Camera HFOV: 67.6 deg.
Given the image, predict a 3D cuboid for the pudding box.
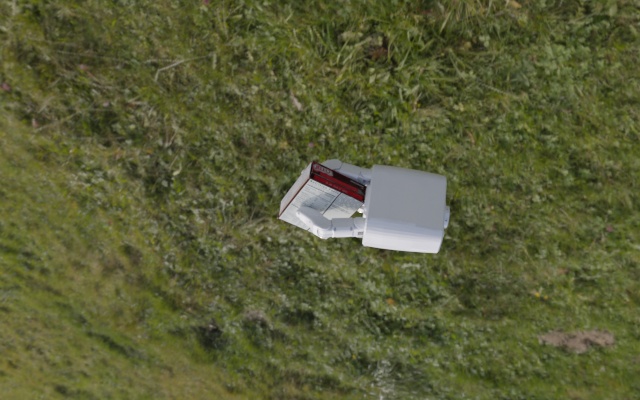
[{"bbox_3d":[0.000,0.002,0.694,0.090,0.039,0.113,25,-44,-16],"label":"pudding box"}]
